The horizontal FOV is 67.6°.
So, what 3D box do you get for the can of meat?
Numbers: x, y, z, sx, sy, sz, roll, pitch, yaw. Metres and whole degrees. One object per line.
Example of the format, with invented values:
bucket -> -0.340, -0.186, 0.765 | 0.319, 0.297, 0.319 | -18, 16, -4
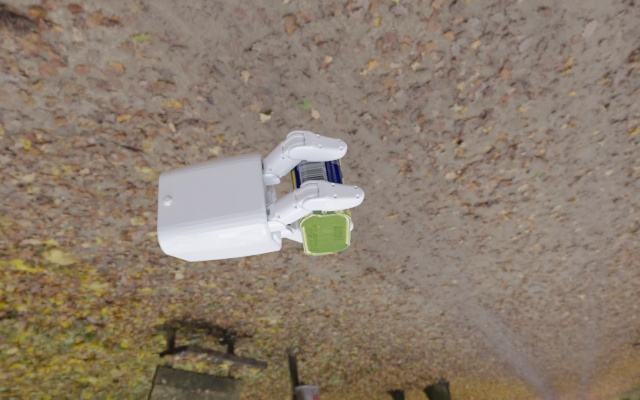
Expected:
can of meat -> 0.000, 0.002, 0.513 | 0.057, 0.084, 0.102 | -8, -29, -1
